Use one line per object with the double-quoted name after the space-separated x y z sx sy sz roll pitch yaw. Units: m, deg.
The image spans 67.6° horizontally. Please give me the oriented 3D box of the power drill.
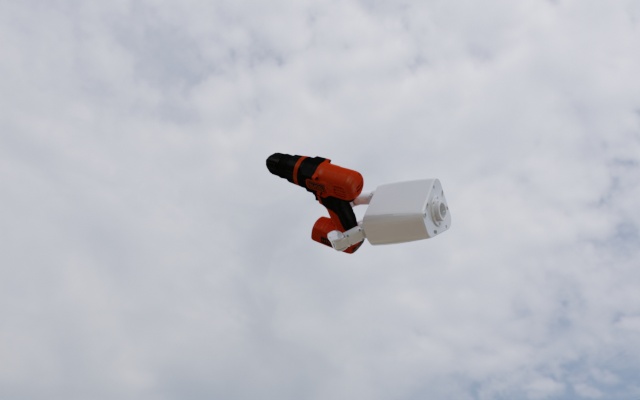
0.000 0.003 0.825 0.184 0.057 0.188 19 -34 32 "power drill"
